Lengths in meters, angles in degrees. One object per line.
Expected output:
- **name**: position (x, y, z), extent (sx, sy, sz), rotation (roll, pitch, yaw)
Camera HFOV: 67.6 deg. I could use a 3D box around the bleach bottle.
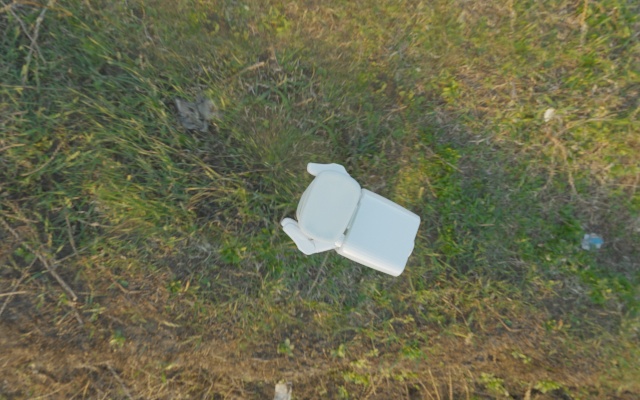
- **bleach bottle**: position (0.000, 0.003, 0.768), extent (0.068, 0.102, 0.251), rotation (23, 1, -7)
